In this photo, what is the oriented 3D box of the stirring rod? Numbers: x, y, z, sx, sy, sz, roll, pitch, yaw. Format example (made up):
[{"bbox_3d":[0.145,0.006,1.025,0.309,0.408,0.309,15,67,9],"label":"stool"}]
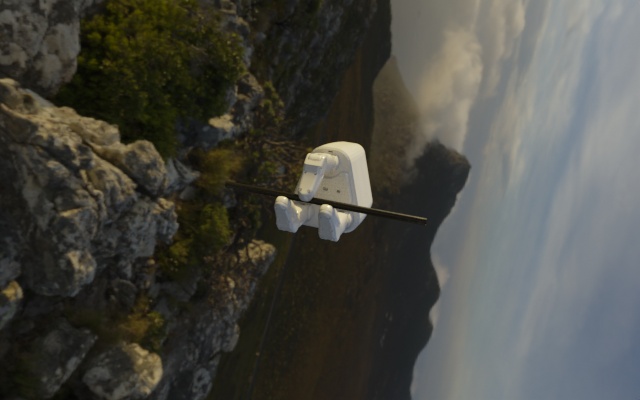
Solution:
[{"bbox_3d":[0.000,0.002,0.546,0.239,0.011,0.011,11,3,16],"label":"stirring rod"}]
